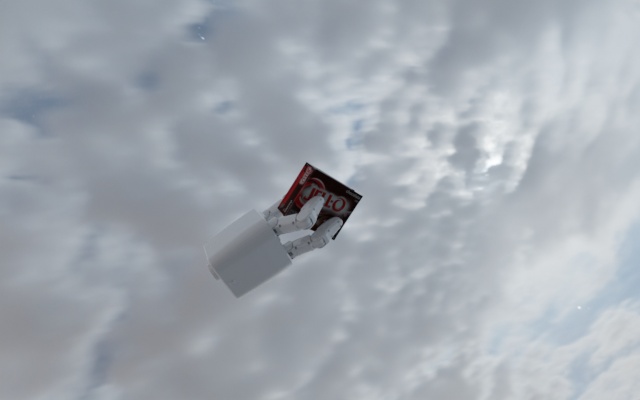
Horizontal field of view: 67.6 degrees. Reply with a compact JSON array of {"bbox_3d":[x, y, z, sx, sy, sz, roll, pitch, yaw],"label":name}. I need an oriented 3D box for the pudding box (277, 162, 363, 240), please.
[{"bbox_3d":[0.000,0.003,0.771,0.113,0.090,0.039,27,10,-38],"label":"pudding box"}]
